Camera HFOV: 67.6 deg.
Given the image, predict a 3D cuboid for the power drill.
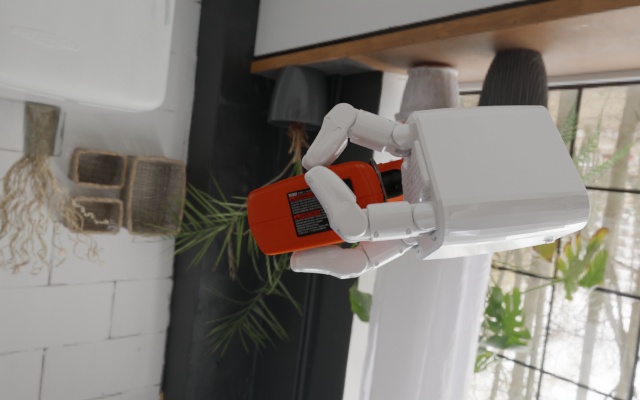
[{"bbox_3d":[0.000,0.001,0.445,0.184,0.057,0.187,-16,3,14],"label":"power drill"}]
